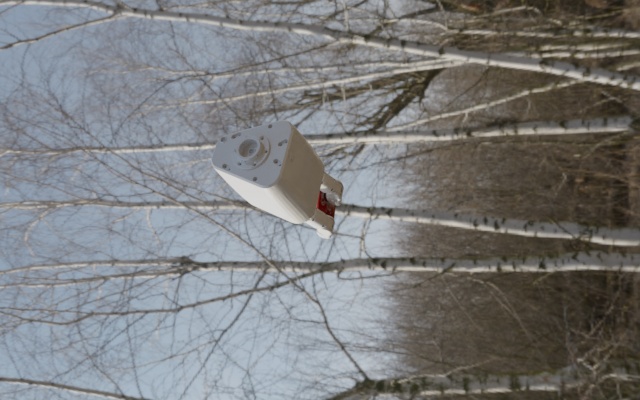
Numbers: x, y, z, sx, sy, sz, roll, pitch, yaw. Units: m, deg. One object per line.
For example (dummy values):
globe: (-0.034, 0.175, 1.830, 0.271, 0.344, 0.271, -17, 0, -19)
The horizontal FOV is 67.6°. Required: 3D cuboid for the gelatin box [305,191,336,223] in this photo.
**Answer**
gelatin box: (0.000, 0.002, 0.735, 0.030, 0.073, 0.089, 4, -9, 18)
